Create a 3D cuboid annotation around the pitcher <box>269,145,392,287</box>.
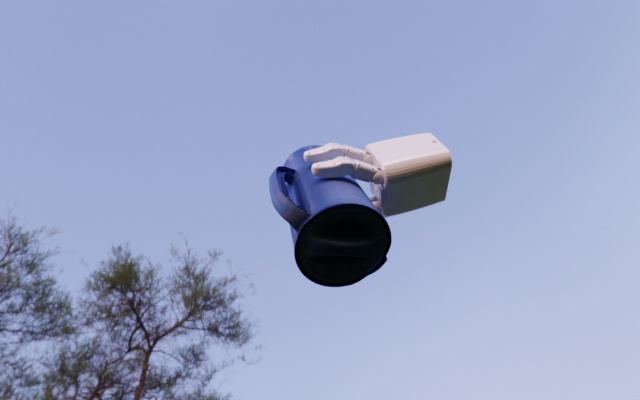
[{"bbox_3d":[0.000,0.002,0.723,0.145,0.149,0.242,-13,31,-6],"label":"pitcher"}]
